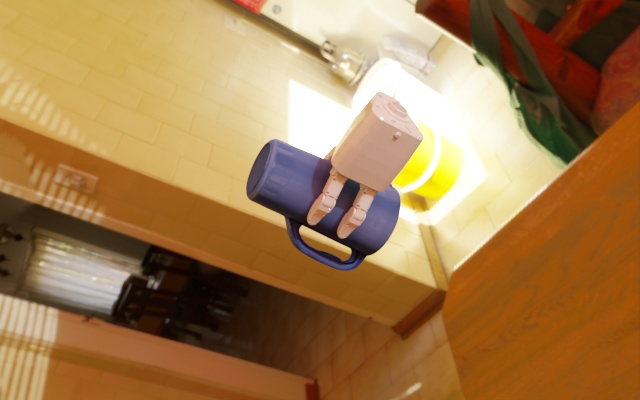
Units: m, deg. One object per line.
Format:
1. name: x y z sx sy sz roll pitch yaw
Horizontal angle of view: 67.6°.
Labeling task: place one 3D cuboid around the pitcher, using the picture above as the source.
1. pitcher: 0.000 0.002 0.802 0.243 0.149 0.145 24 -53 -21
